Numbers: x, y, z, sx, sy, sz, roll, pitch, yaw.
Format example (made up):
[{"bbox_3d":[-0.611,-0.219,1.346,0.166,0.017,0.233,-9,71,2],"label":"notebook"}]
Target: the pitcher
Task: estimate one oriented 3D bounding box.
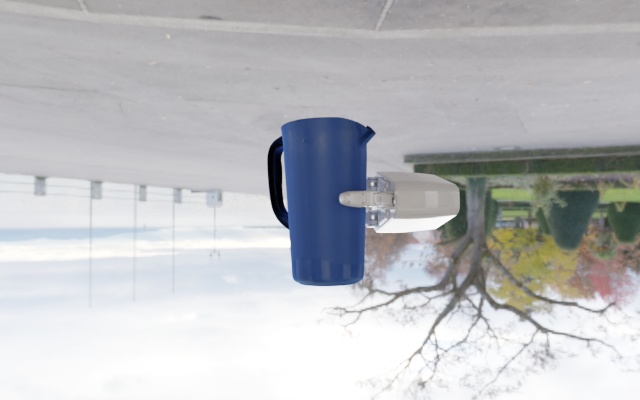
[{"bbox_3d":[0.000,0.002,0.726,0.145,0.243,0.149,0,-3,-14],"label":"pitcher"}]
